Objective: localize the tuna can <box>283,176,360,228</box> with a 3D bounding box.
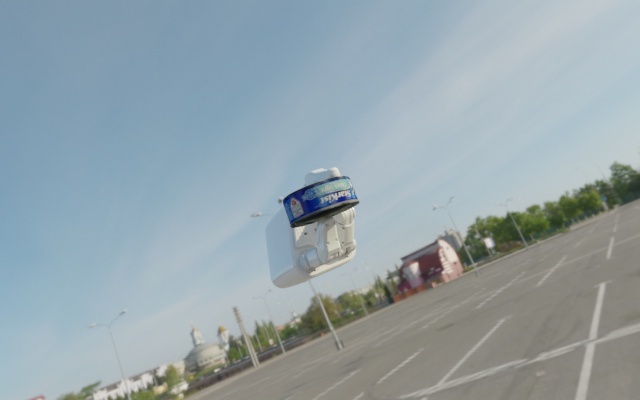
[{"bbox_3d":[0.000,0.001,0.558,0.086,0.033,0.086,-20,-8,-3],"label":"tuna can"}]
